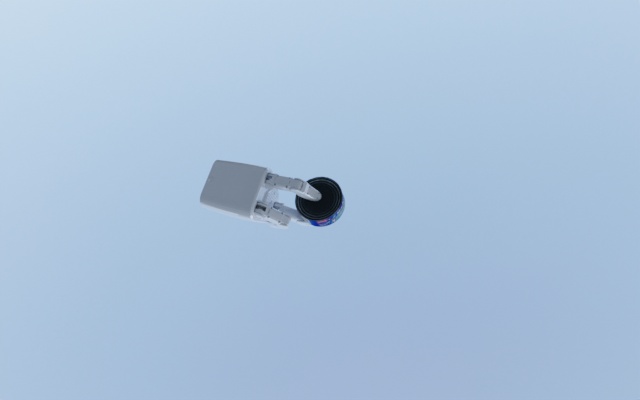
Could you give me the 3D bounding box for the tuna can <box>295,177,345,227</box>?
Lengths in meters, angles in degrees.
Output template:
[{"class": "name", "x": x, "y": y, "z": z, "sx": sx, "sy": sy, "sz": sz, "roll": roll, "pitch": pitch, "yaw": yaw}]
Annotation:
[{"class": "tuna can", "x": 0.000, "y": 0.003, "z": 0.847, "sx": 0.086, "sy": 0.086, "sz": 0.034, "roll": 0, "pitch": -25, "yaw": 15}]
